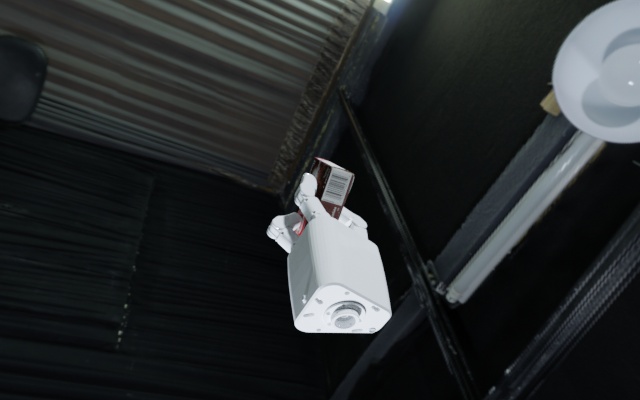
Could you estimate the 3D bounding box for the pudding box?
[{"bbox_3d":[0.000,0.002,0.669,0.039,0.113,0.090,19,7,-20],"label":"pudding box"}]
